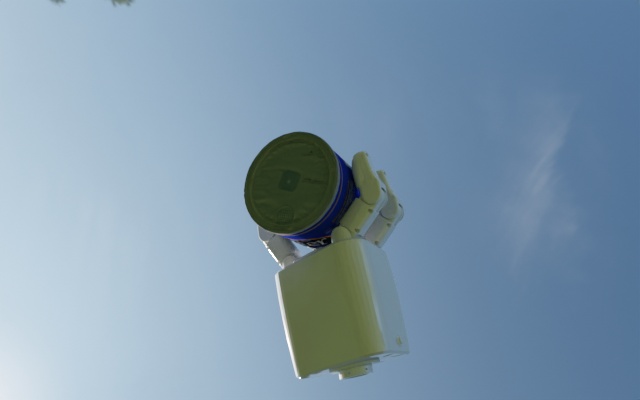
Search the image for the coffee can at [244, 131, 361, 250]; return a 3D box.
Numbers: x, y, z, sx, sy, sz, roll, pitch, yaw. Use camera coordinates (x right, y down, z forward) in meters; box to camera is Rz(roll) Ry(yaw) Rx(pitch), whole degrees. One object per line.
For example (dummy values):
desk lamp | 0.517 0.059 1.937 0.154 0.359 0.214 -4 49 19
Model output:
coffee can | 0.000 0.001 0.510 0.103 0.102 0.140 0 -17 27
